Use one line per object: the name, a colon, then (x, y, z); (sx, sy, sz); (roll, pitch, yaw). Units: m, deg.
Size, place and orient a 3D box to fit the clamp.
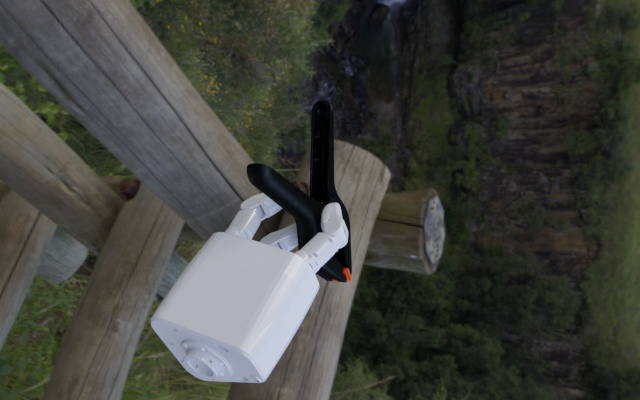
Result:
clamp: (0.001, 0.002, 0.539); (0.036, 0.210, 0.164); (0, 39, 30)
